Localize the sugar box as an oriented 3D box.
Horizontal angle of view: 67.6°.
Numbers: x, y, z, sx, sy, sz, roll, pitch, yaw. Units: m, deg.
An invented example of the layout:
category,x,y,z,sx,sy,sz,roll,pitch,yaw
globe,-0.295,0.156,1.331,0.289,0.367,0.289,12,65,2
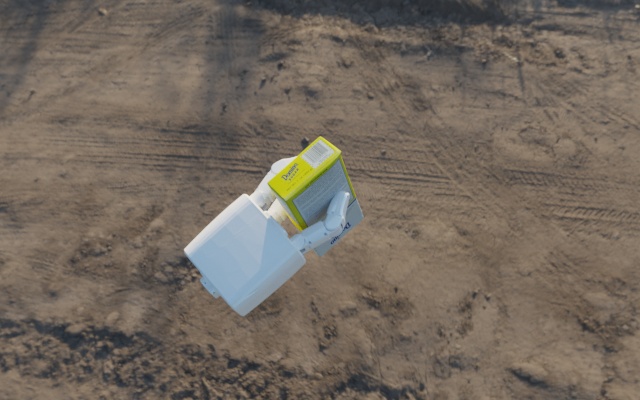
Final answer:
category,x,y,z,sx,sy,sz,roll,pitch,yaw
sugar box,0.000,0.002,0.648,0.048,0.093,0.176,43,-12,28
